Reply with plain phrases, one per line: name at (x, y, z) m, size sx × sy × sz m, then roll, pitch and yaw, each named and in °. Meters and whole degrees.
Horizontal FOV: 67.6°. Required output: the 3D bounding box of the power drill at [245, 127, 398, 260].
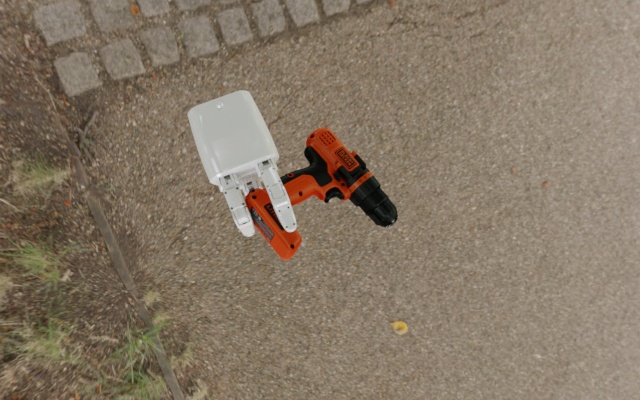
power drill at (0.000, 0.002, 0.689) m, size 0.187 × 0.184 × 0.057 m, roll -36°, pitch -11°, yaw -28°
